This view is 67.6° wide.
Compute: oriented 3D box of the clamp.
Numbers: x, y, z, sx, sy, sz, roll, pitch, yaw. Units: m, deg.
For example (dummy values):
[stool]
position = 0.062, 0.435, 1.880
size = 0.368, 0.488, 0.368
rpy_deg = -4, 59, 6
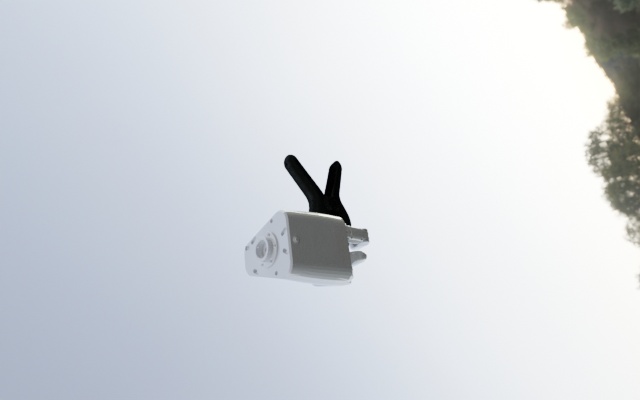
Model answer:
[clamp]
position = 0.000, 0.003, 0.743
size = 0.120, 0.171, 0.039
rpy_deg = 9, -32, -36
